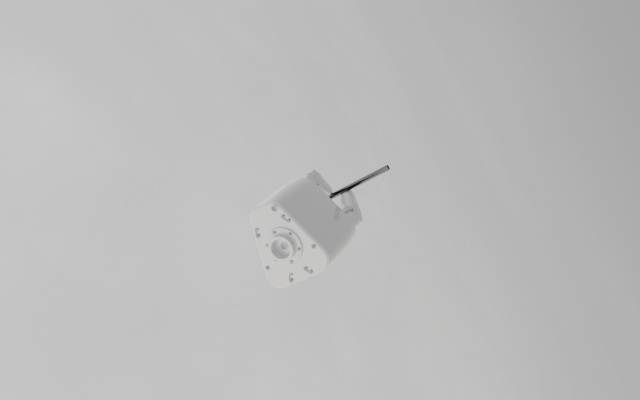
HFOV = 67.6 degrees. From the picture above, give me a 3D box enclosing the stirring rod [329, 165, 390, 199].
[{"bbox_3d":[0.000,0.002,0.732,0.239,0.011,0.011,-27,-13,25],"label":"stirring rod"}]
